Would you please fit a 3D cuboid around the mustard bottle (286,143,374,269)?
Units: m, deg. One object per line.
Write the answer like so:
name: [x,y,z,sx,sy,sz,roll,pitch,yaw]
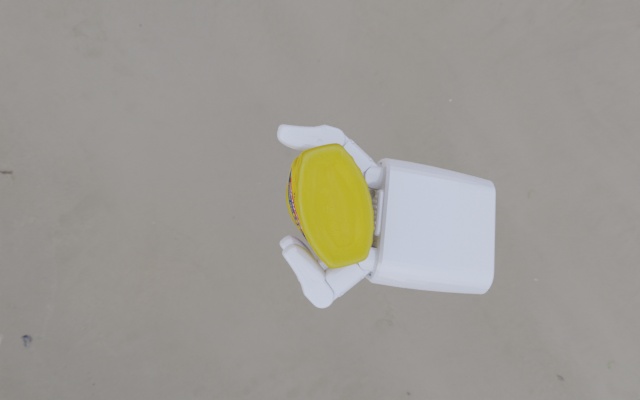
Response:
mustard bottle: [0.000,0.002,0.453,0.058,0.096,0.191,-16,4,-6]
